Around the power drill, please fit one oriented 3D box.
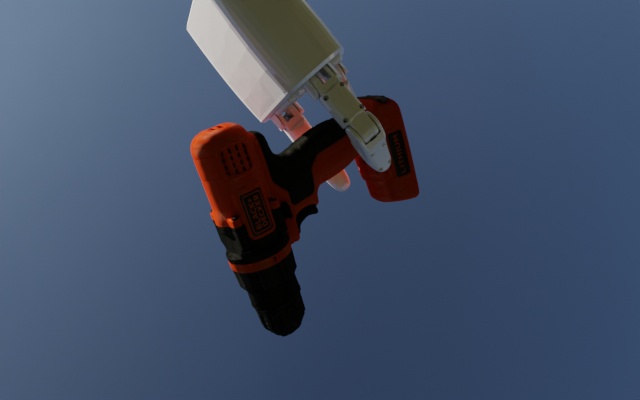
[{"bbox_3d":[0.000,0.001,0.413,0.187,0.184,0.057,-29,24,-29],"label":"power drill"}]
